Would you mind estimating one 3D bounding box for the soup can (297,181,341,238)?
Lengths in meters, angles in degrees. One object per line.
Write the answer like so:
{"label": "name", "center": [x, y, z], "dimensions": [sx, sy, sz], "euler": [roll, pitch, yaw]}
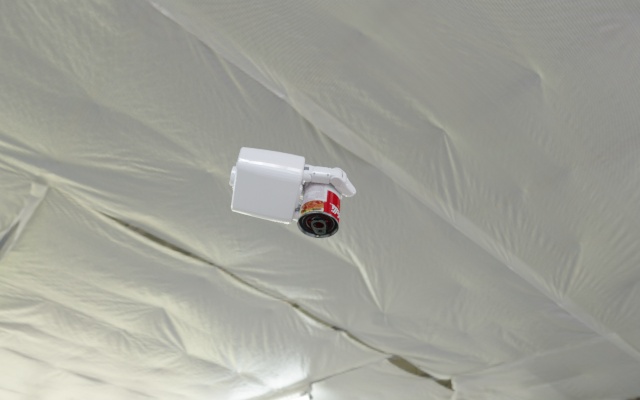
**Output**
{"label": "soup can", "center": [0.001, 0.002, 0.800], "dimensions": [0.068, 0.102, 0.069], "euler": [4, -41, 3]}
